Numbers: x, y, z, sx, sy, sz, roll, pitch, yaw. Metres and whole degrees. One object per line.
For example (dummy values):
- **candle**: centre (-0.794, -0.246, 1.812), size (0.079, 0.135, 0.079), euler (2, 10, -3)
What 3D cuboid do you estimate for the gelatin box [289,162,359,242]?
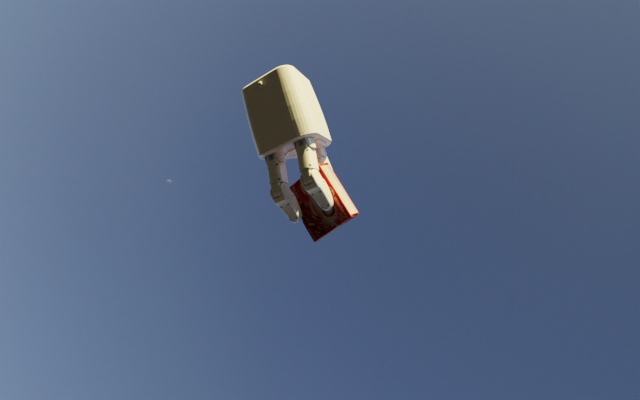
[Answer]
- **gelatin box**: centre (0.001, 0.002, 0.676), size (0.073, 0.089, 0.030), euler (-36, -10, 29)
